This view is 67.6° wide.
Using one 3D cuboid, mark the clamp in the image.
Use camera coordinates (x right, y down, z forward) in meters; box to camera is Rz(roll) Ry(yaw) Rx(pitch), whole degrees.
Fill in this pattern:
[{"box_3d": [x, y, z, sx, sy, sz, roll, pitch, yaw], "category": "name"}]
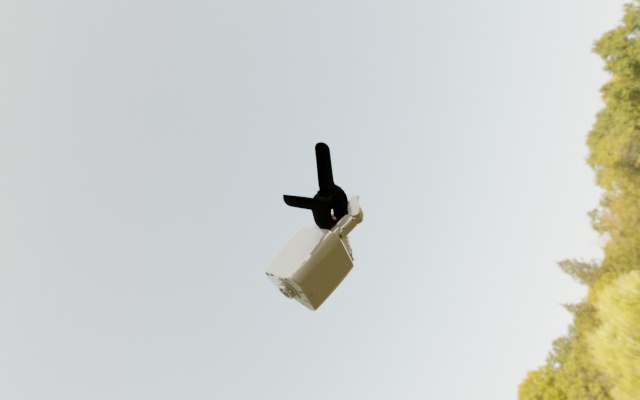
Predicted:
[{"box_3d": [0.000, 0.002, 0.789, 0.039, 0.172, 0.120, 18, 56, 42], "category": "clamp"}]
